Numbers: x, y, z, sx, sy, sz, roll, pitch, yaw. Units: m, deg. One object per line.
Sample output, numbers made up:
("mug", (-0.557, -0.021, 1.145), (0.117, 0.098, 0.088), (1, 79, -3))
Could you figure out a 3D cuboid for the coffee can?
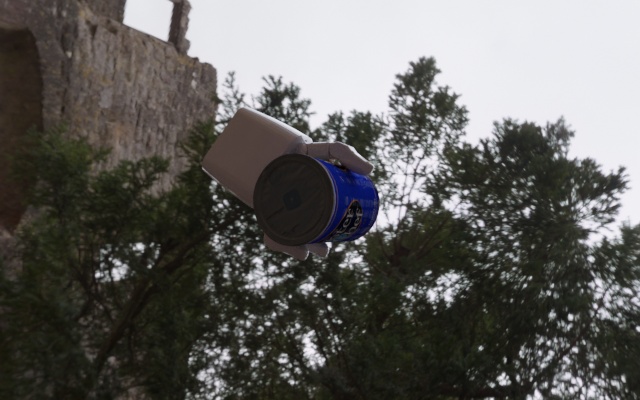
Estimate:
("coffee can", (0.000, 0.002, 0.583), (0.103, 0.103, 0.140), (0, -3, 28))
